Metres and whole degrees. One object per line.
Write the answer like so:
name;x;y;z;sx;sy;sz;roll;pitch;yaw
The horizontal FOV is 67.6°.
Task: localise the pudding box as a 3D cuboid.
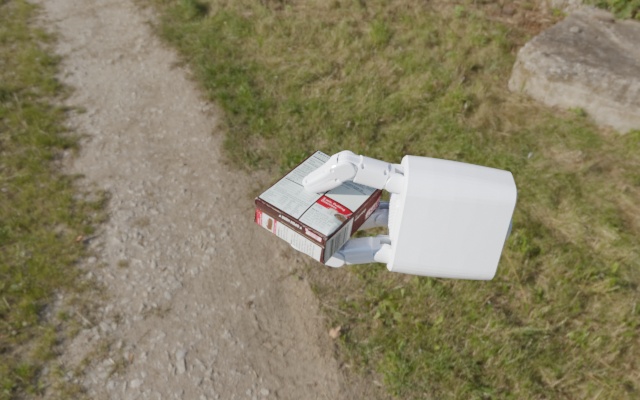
pudding box;0.000;0.002;0.496;0.090;0.039;0.113;29;44;21
